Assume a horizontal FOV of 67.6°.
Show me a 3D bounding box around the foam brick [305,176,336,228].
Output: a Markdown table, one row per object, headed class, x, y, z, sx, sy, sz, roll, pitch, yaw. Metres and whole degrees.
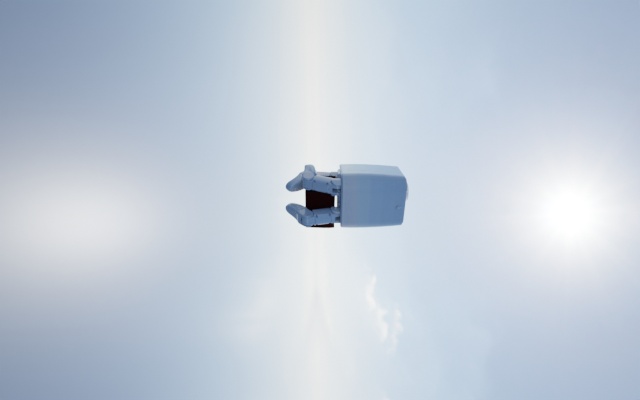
| class | x | y | z | sx | sy | sz | roll | pitch | yaw |
| --- | --- | --- | --- | --- | --- | --- | --- | --- | --- |
| foam brick | 0.000 | 0.003 | 0.825 | 0.051 | 0.078 | 0.053 | 1 | 34 | 1 |
